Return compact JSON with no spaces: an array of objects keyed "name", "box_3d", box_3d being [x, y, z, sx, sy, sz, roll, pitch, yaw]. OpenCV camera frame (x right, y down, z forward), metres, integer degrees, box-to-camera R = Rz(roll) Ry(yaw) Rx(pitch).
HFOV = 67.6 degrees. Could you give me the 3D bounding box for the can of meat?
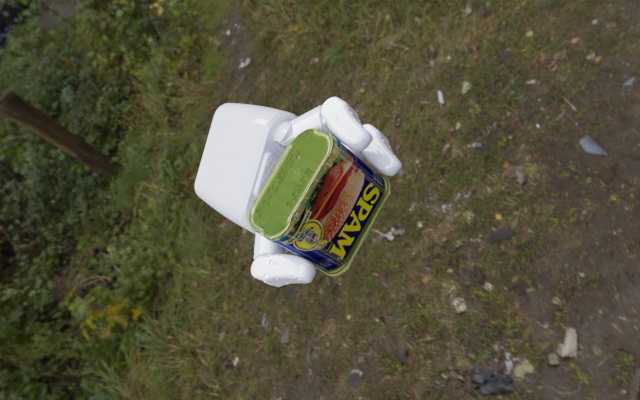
[{"name":"can of meat","box_3d":[0.000,0.001,0.402,0.057,0.102,0.084,25,-7,47]}]
